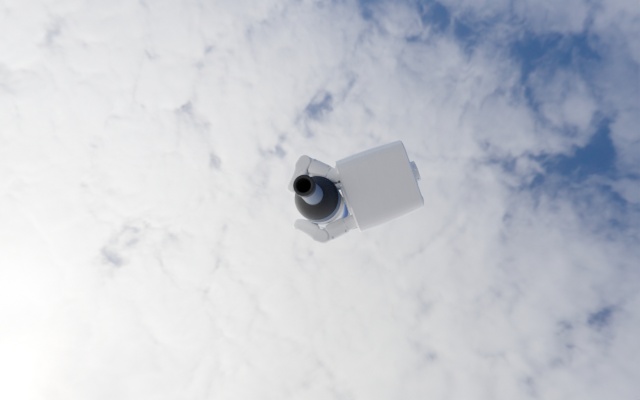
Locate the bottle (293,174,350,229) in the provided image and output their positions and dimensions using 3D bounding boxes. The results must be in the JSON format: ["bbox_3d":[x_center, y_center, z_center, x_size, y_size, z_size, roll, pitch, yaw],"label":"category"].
[{"bbox_3d":[0.000,0.002,0.731,0.069,0.069,0.296,0,-8,8],"label":"bottle"}]
